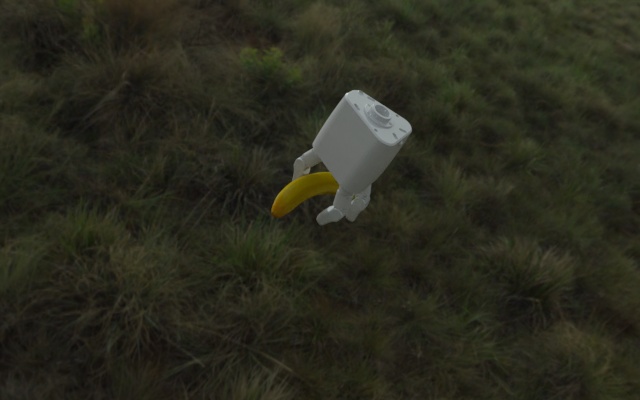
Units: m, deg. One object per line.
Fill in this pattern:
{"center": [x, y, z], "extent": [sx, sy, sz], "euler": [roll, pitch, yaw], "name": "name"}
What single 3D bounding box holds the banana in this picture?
{"center": [-0.004, -0.014, 0.789], "extent": [0.198, 0.069, 0.037], "euler": [-6, -26, -39], "name": "banana"}
